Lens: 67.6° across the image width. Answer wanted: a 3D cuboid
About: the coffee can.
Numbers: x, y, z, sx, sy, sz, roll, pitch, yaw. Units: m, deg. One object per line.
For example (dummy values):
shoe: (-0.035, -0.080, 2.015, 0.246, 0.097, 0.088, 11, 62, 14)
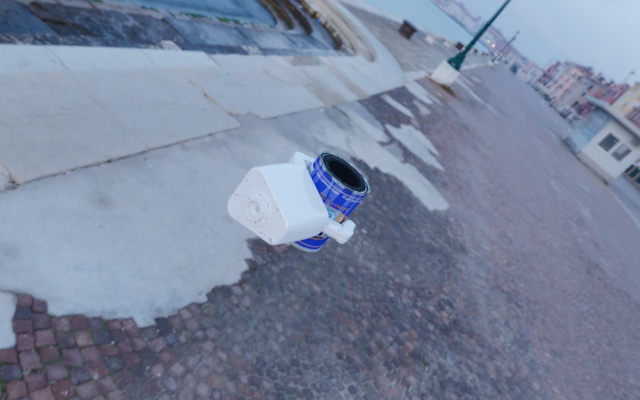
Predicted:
coffee can: (0.000, 0.003, 0.799, 0.103, 0.102, 0.140, 0, -44, -53)
